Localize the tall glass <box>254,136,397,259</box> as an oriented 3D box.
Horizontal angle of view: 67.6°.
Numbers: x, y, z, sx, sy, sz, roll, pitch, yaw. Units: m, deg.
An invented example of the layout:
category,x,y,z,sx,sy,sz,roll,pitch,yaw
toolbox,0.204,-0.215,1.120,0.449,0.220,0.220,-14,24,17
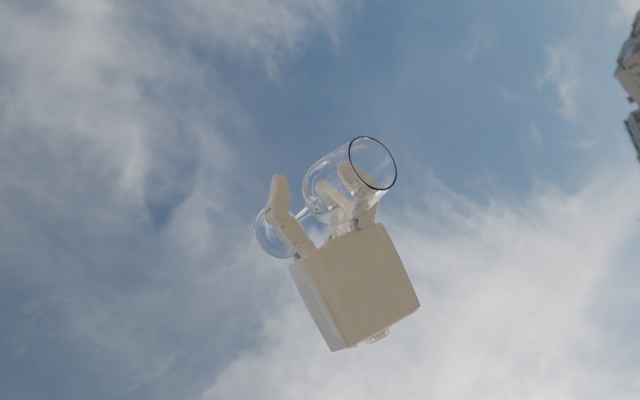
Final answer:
category,x,y,z,sx,sy,sz,roll,pitch,yaw
tall glass,0.000,0.002,0.551,0.079,0.079,0.201,0,-24,-35
